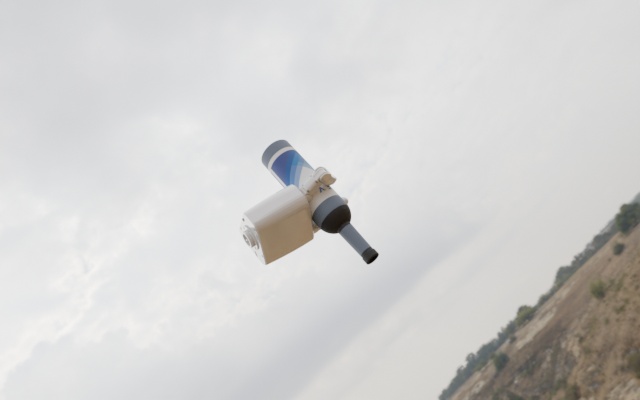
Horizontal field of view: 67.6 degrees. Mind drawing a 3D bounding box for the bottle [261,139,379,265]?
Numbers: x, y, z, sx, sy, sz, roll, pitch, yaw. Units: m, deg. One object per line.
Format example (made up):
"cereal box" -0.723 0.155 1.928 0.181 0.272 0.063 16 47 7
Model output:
"bottle" 0.000 0.003 0.875 0.295 0.069 0.069 47 26 26
